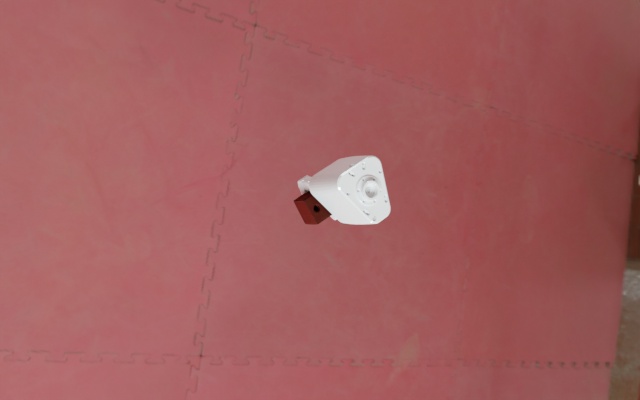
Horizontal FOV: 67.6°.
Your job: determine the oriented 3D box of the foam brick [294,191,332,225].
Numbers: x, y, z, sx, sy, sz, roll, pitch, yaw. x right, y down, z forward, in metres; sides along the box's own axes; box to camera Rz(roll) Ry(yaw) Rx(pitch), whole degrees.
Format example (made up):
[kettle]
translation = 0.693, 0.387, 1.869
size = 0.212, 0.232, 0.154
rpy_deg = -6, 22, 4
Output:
[foam brick]
translation = 0.000, 0.003, 0.884
size = 0.078, 0.053, 0.051
rpy_deg = -34, 14, -21
